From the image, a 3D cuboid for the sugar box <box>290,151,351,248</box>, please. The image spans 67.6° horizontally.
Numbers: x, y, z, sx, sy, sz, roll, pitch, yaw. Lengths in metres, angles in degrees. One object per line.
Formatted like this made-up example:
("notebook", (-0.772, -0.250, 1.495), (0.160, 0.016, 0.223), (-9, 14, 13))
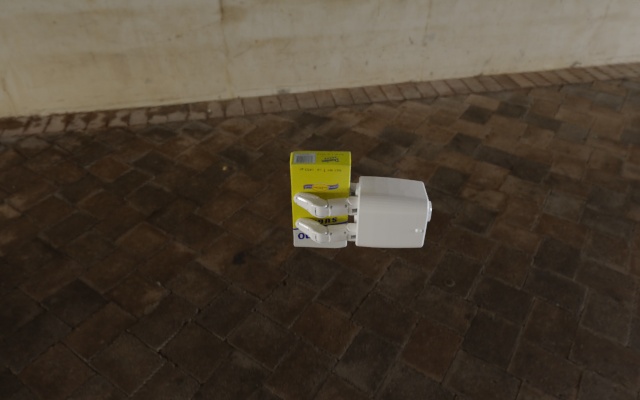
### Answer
("sugar box", (0.000, 0.003, 0.779), (0.093, 0.176, 0.048), (1, 38, 2))
